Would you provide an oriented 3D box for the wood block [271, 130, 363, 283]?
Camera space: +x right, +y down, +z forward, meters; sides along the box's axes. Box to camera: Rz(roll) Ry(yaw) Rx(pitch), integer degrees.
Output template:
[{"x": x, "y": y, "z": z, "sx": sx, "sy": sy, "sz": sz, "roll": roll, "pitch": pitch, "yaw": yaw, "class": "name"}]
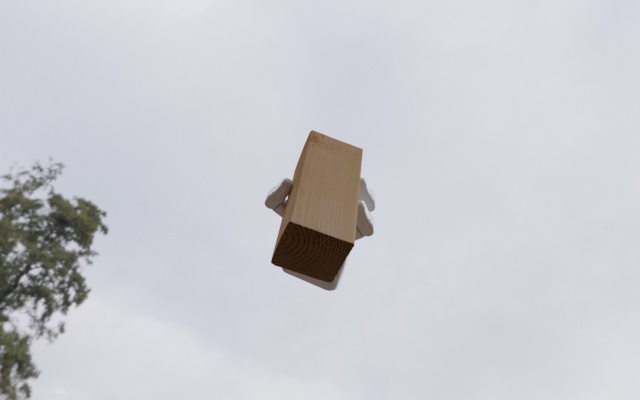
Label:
[{"x": 0.000, "y": 0.002, "z": 0.692, "sx": 0.091, "sy": 0.090, "sz": 0.206, "roll": 19, "pitch": 41, "yaw": -8, "class": "wood block"}]
